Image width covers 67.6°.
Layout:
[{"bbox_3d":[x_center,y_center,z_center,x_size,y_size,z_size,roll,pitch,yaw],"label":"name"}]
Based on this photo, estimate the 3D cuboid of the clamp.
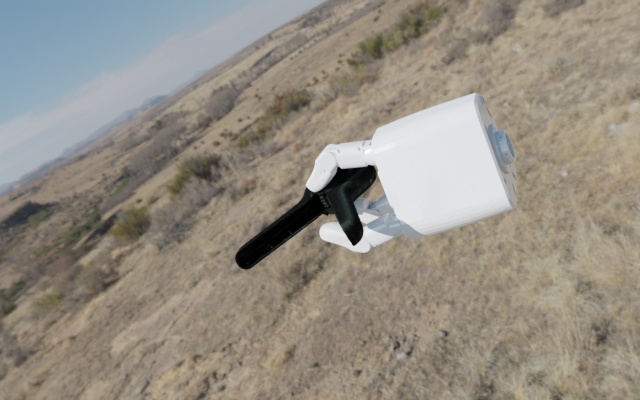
[{"bbox_3d":[0.000,0.001,0.545,0.164,0.036,0.210,-19,23,31],"label":"clamp"}]
